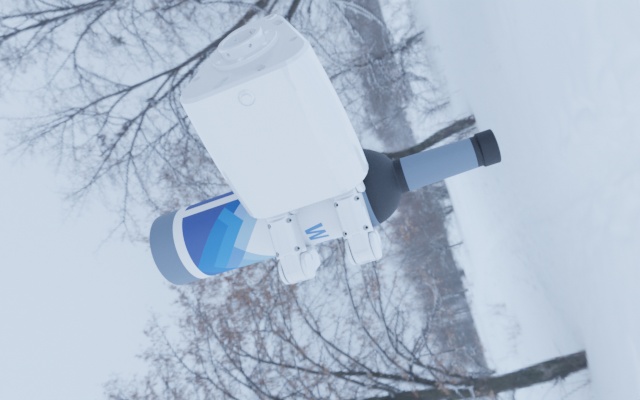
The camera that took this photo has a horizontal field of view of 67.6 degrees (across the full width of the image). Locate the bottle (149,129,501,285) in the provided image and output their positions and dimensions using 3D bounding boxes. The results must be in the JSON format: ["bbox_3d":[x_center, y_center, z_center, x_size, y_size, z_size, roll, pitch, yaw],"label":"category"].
[{"bbox_3d":[0.000,0.001,0.405,0.296,0.069,0.069,-18,-4,13],"label":"bottle"}]
